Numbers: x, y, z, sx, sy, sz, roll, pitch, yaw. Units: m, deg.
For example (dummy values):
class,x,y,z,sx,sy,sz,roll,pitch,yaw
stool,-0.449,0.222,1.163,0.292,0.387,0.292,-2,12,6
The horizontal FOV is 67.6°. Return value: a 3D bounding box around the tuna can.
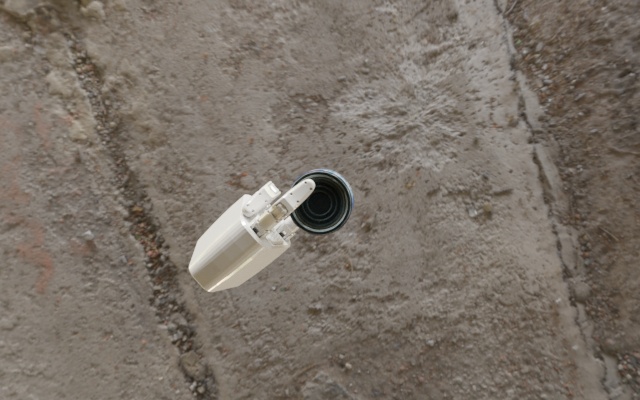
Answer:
class,x,y,z,sx,sy,sz,roll,pitch,yaw
tuna can,0.000,0.002,0.620,0.086,0.086,0.034,0,6,7
